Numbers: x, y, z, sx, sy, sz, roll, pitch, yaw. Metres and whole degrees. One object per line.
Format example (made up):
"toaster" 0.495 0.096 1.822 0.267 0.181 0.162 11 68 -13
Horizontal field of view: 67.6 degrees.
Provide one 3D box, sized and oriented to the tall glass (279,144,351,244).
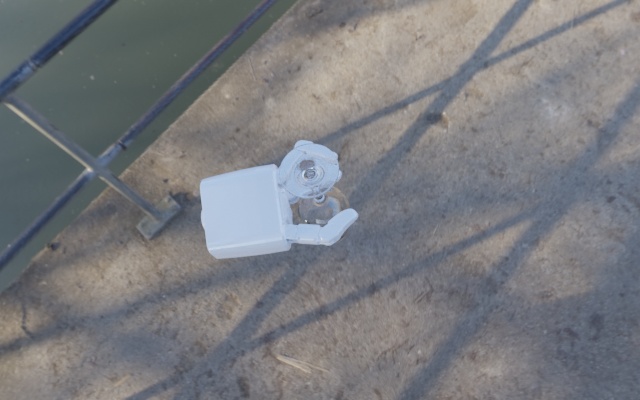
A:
"tall glass" 0.000 0.002 0.669 0.079 0.079 0.201 0 -23 9
